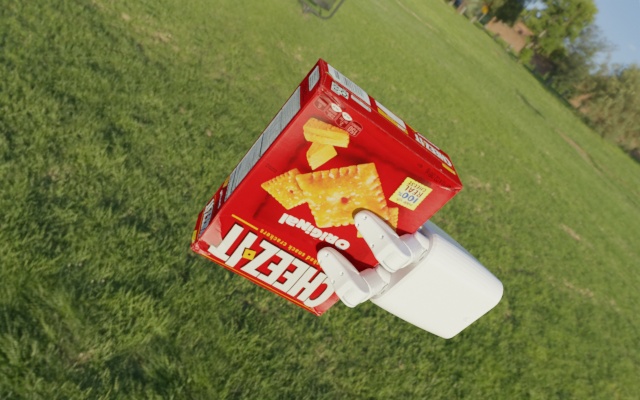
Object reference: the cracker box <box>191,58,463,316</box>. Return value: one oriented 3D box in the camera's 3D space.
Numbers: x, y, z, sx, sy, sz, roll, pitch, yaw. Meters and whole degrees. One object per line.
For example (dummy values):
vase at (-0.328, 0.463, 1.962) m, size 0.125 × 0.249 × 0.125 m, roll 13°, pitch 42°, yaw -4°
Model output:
cracker box at (0.000, 0.001, 0.466) m, size 0.164 × 0.214 × 0.072 m, roll 32°, pitch 27°, yaw -21°
